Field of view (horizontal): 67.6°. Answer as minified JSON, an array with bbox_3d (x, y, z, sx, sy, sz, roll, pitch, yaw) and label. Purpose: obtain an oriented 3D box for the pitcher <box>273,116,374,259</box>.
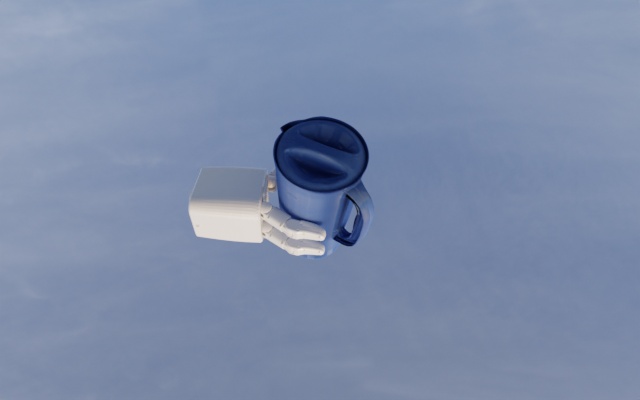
[{"bbox_3d":[0.000,0.002,0.748,0.145,0.149,0.243,5,-33,-1],"label":"pitcher"}]
